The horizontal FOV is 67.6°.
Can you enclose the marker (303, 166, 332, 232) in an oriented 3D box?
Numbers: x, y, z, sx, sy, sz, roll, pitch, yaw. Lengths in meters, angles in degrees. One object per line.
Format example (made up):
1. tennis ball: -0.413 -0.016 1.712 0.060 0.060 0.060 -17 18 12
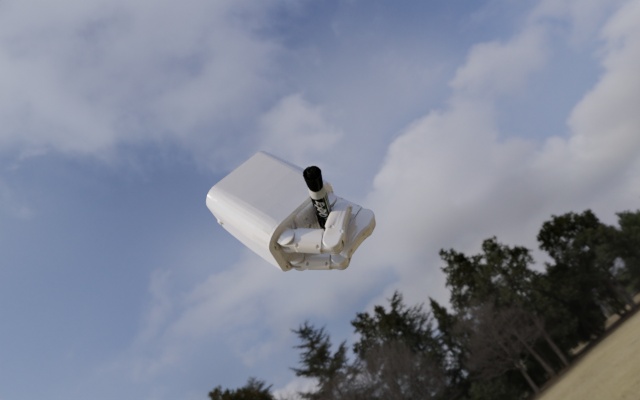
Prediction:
1. marker: 0.000 0.002 0.513 0.020 0.020 0.121 0 -31 11
